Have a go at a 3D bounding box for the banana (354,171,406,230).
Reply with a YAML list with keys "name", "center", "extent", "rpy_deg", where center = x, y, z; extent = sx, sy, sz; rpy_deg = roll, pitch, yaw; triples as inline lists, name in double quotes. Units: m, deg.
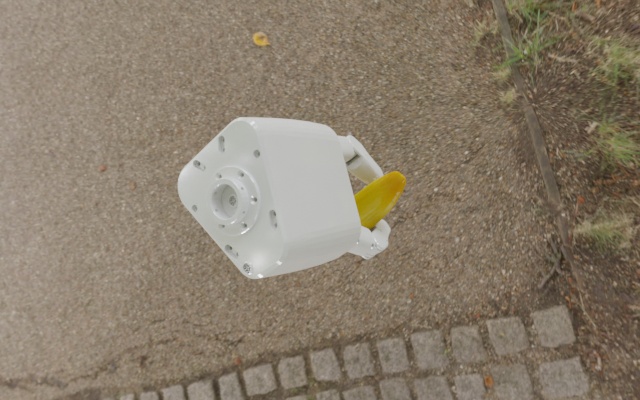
- name: "banana"
  center: [-0.001, 0.021, 0.487]
  extent: [0.198, 0.069, 0.037]
  rpy_deg: [-11, -11, 37]
